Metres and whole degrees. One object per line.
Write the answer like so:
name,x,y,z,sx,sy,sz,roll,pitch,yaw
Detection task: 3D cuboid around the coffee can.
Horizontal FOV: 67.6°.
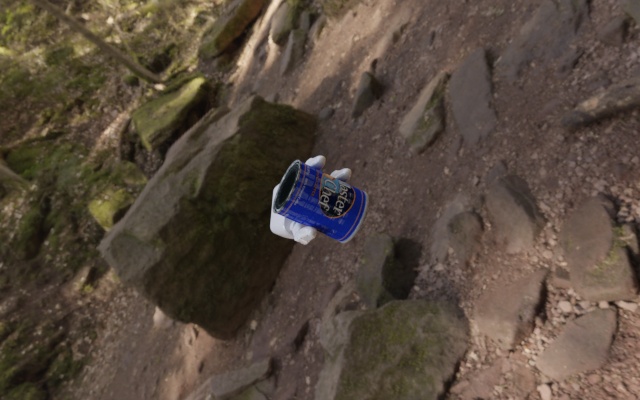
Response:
coffee can,0.000,0.003,0.850,0.140,0.103,0.103,25,-8,-18
